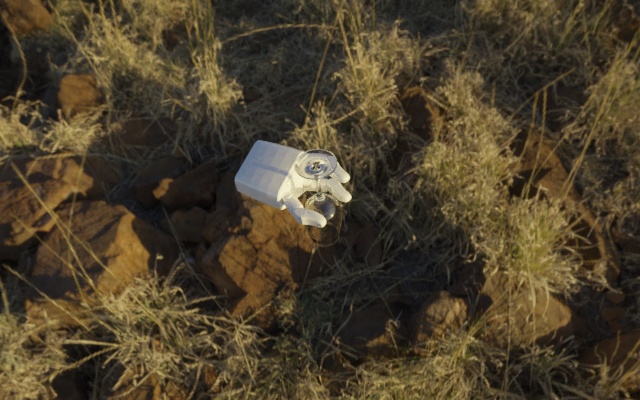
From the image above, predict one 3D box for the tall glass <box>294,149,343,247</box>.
[{"bbox_3d":[0.000,0.003,0.889,0.079,0.079,0.201,0,-42,7],"label":"tall glass"}]
